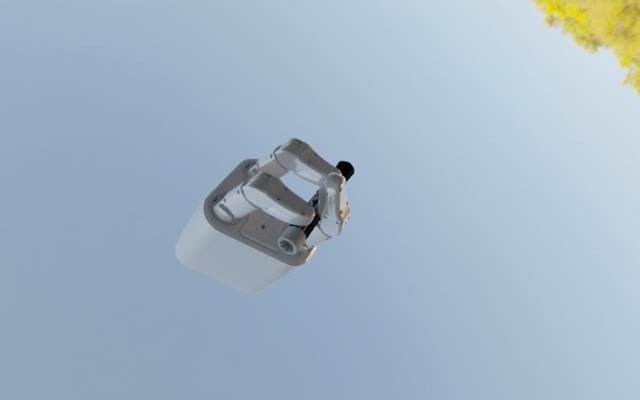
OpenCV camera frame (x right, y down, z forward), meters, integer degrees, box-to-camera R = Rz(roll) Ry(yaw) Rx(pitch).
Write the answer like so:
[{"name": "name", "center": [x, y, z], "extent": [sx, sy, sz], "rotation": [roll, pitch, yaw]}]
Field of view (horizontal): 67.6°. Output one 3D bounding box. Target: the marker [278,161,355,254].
[{"name": "marker", "center": [0.000, 0.001, 0.426], "extent": [0.020, 0.020, 0.121], "rotation": [0, 37, 34]}]
